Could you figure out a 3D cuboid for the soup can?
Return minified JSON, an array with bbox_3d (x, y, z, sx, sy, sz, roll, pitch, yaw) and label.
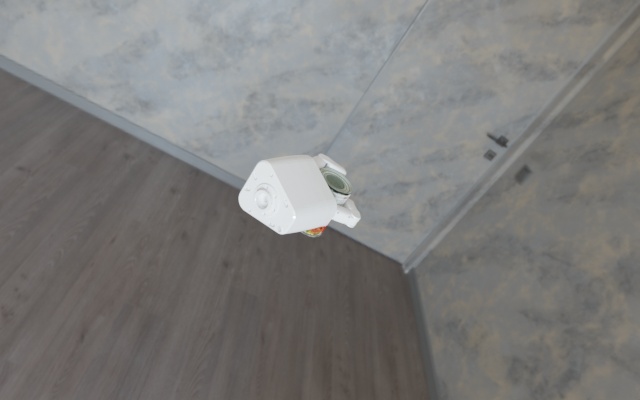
[{"bbox_3d":[0.001,0.002,0.810,0.068,0.102,0.068,27,29,-16],"label":"soup can"}]
